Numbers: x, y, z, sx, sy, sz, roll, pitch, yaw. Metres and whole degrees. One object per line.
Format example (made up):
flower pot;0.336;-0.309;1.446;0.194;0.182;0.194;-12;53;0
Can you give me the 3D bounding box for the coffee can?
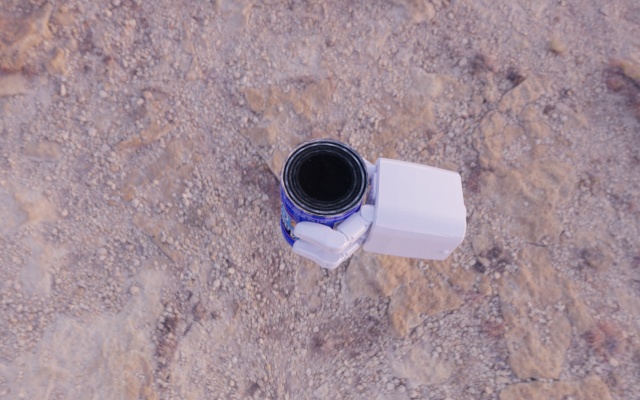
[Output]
coffee can;0.000;0.002;0.606;0.103;0.102;0.140;0;-25;-5
